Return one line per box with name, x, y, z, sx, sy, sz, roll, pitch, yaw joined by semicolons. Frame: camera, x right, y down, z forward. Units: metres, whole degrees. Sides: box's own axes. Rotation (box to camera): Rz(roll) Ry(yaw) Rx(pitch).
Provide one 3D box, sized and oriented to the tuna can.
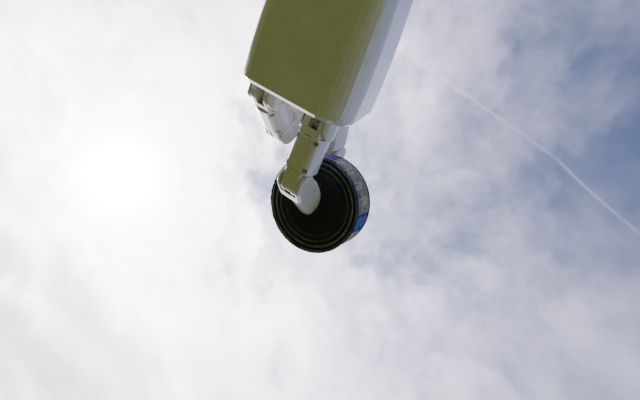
tuna can;0.000;0.001;0.426;0.086;0.086;0.033;0;9;29
